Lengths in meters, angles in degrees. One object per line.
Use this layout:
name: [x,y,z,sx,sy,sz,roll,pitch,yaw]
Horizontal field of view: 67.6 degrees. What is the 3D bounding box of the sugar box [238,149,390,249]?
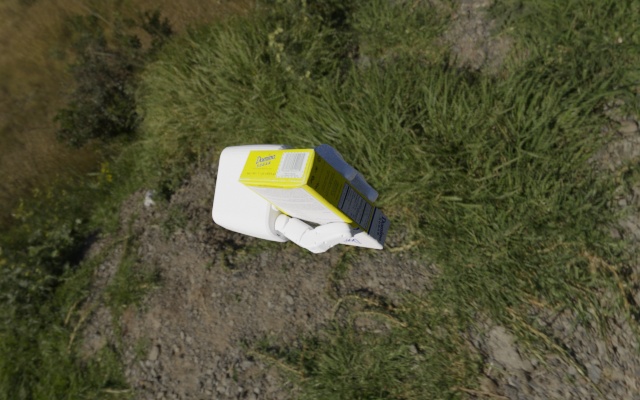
sugar box: [0.000,0.001,0.549,0.093,0.048,0.176,5,-20,37]
